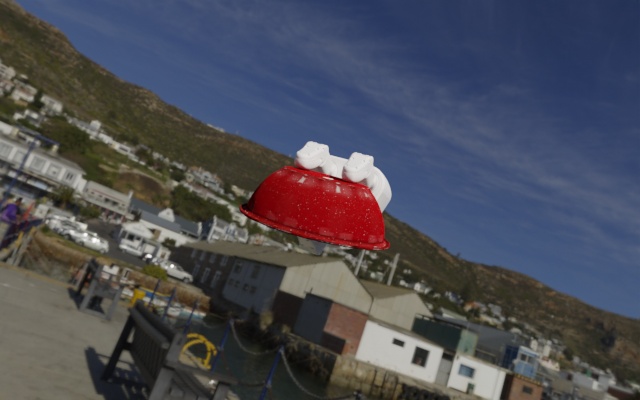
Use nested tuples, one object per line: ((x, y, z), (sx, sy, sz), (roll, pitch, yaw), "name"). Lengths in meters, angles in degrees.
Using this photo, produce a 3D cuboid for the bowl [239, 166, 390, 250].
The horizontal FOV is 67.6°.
((0.000, 0.001, 0.497), (0.162, 0.055, 0.162), (14, 6, -2), "bowl")
